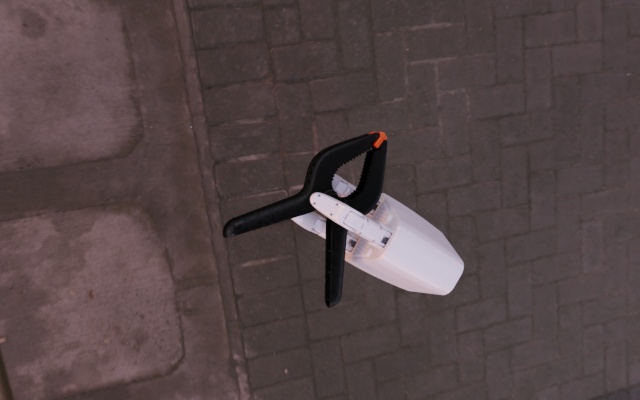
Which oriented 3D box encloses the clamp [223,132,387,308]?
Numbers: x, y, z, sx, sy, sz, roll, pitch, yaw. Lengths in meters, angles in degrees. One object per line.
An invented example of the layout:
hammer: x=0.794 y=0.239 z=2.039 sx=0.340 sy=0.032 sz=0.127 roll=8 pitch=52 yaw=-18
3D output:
clamp: x=0.001 y=0.002 z=0.550 sx=0.164 sy=0.210 sz=0.036 roll=30 pitch=0 yaw=-19
